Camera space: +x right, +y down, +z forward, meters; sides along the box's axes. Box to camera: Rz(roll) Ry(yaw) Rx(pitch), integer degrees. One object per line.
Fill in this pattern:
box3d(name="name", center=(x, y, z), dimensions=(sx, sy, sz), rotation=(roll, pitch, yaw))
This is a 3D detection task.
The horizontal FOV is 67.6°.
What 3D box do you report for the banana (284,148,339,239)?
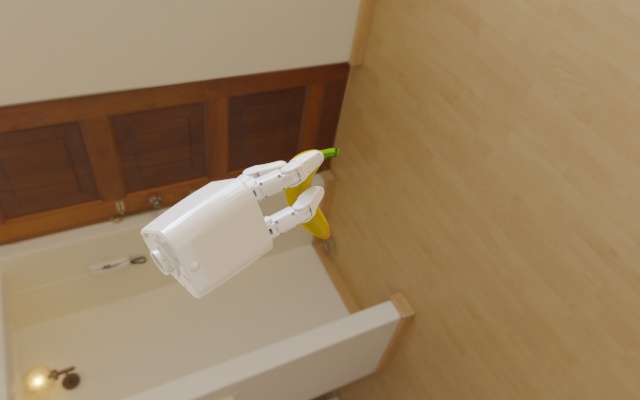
box3d(name="banana", center=(-0.017, -0.007, 0.652), dimensions=(0.069, 0.037, 0.198), rotation=(22, -32, 12))
